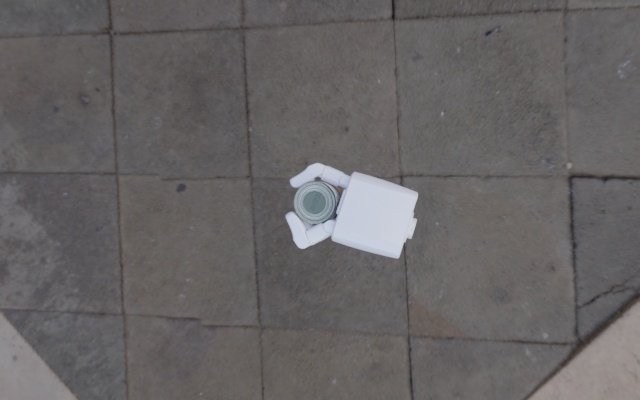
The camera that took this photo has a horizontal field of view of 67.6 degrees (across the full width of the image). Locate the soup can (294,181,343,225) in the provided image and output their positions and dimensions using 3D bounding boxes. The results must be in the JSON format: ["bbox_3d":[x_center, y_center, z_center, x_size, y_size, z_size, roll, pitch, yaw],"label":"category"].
[{"bbox_3d":[0.000,0.002,0.771,0.068,0.068,0.102,0,2,11],"label":"soup can"}]
